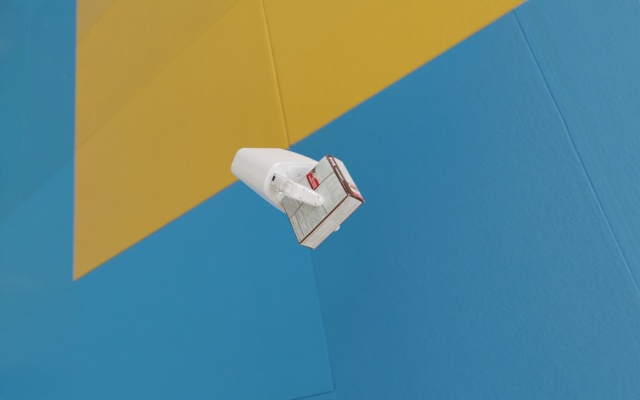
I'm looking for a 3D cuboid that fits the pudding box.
[{"bbox_3d":[0.000,0.002,0.703,0.039,0.090,0.113,19,-56,-43],"label":"pudding box"}]
